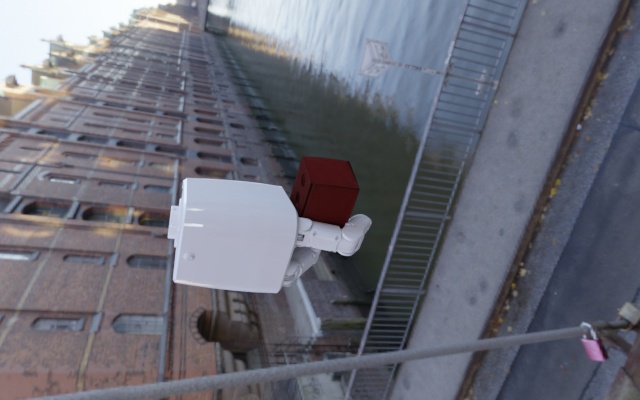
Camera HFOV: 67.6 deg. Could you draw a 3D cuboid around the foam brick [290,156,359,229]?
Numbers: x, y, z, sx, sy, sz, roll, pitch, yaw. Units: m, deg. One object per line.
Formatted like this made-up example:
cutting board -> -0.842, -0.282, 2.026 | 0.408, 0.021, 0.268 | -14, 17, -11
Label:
foam brick -> 0.000, 0.001, 0.489 | 0.051, 0.078, 0.053 | 7, 33, -17
